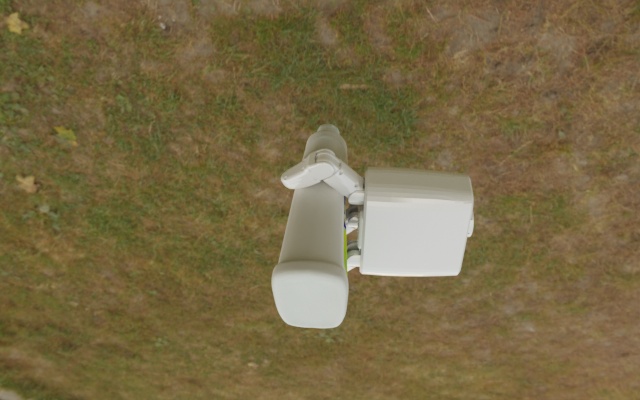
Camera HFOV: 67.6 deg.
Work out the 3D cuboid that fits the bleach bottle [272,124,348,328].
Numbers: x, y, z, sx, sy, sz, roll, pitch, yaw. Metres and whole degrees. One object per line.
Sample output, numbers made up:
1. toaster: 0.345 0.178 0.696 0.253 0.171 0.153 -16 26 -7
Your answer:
1. bleach bottle: 0.000 0.002 0.513 0.068 0.250 0.103 2 -42 4
